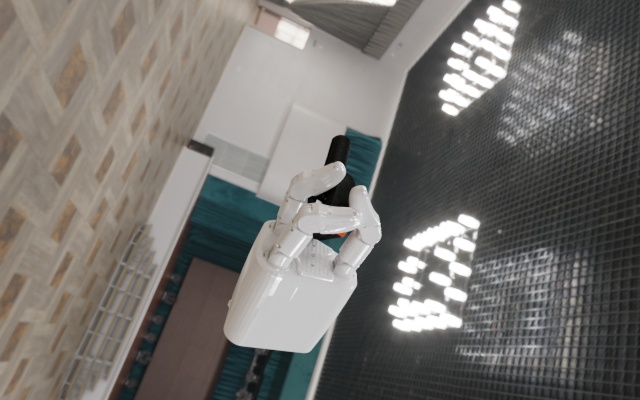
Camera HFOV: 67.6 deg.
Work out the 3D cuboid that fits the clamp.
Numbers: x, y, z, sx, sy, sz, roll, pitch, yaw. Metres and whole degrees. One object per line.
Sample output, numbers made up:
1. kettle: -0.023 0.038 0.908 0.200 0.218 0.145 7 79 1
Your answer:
1. clamp: 0.001 0.002 0.541 0.039 0.120 0.171 25 25 -11
